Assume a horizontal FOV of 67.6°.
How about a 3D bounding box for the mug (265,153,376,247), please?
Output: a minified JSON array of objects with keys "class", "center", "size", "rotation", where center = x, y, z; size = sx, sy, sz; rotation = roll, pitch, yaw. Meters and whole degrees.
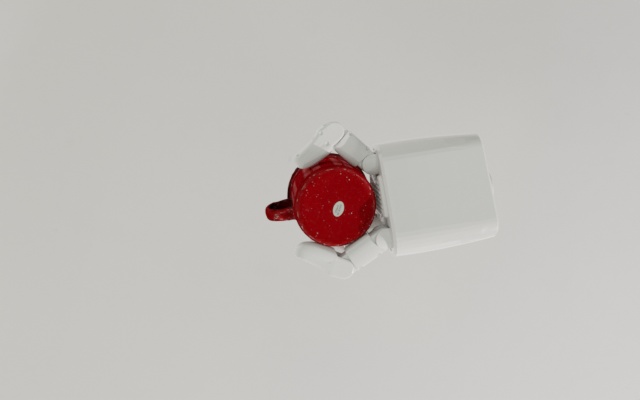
[{"class":"mug","center":[-0.001,0.002,0.497],"size":[0.117,0.093,0.081],"rotation":[-9,11,-3]}]
